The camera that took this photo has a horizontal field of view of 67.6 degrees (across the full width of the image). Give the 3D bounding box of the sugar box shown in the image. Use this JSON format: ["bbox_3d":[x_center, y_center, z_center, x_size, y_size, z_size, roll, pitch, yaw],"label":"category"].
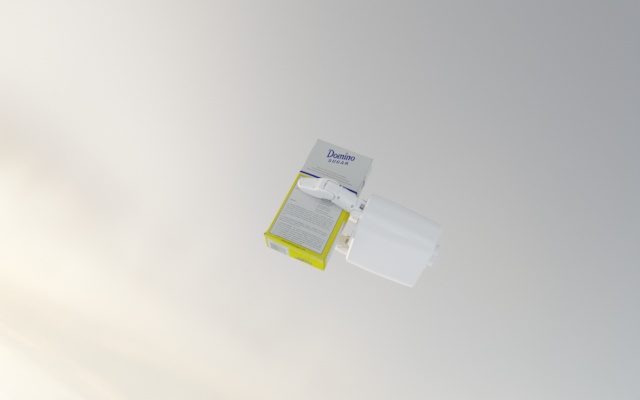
[{"bbox_3d":[0.000,0.003,0.686,0.093,0.176,0.048,23,-28,12],"label":"sugar box"}]
